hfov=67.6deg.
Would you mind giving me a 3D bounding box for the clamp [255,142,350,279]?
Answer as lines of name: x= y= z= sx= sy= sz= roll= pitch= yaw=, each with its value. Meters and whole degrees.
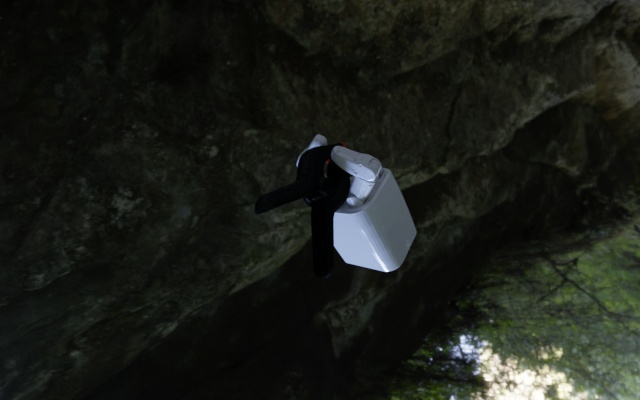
clamp: x=0.000 y=0.002 z=0.552 sx=0.039 sy=0.120 sz=0.171 roll=-9 pitch=31 yaw=38
